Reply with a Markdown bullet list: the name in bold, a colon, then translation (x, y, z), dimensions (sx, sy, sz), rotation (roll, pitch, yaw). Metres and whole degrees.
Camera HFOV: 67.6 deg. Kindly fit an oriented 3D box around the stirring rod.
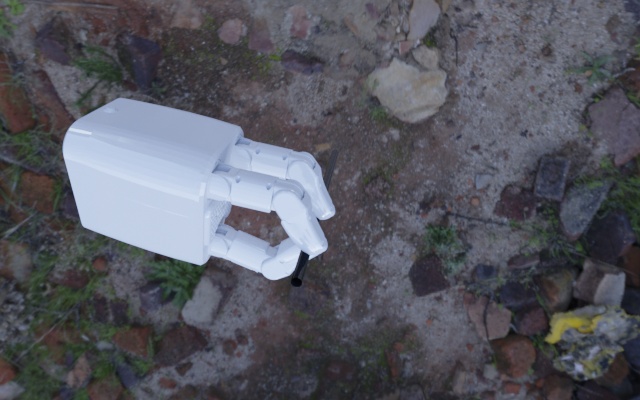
- **stirring rod**: translation (0.000, 0.001, 0.434), dimensions (0.011, 0.011, 0.239), rotation (0, 27, 9)
